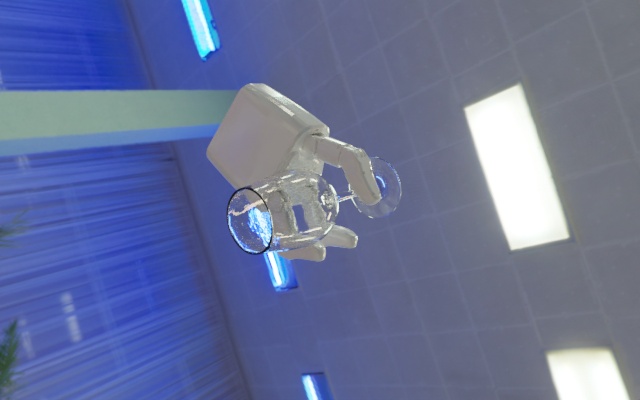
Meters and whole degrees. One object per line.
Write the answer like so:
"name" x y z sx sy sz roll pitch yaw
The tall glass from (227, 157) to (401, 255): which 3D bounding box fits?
"tall glass" 0.001 0.002 0.497 0.079 0.079 0.201 0 10 41
